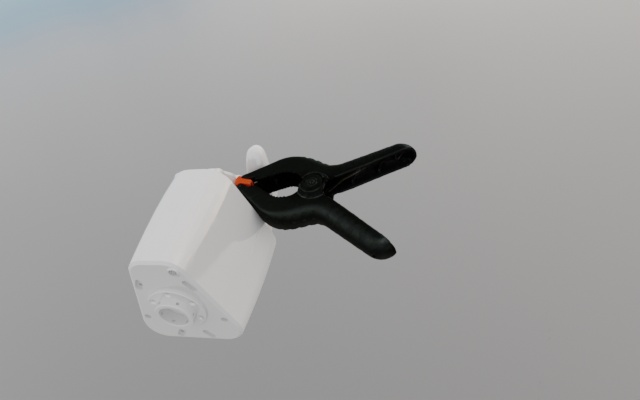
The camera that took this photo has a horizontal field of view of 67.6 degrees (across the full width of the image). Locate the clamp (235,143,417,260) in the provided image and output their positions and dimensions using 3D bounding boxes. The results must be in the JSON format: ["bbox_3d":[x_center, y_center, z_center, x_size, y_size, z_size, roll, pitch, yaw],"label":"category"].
[{"bbox_3d":[0.000,0.001,0.432,0.171,0.120,0.039,-5,-46,17],"label":"clamp"}]
